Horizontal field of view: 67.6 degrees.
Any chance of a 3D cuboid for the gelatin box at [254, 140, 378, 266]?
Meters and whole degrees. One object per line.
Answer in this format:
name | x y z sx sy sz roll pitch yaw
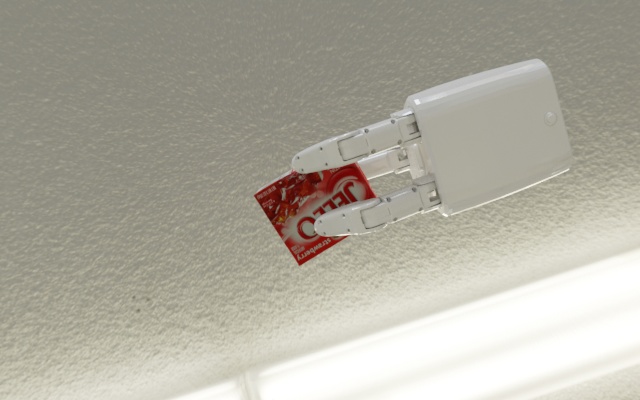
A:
gelatin box | 0.000 0.001 0.408 0.089 0.073 0.030 -31 8 8
